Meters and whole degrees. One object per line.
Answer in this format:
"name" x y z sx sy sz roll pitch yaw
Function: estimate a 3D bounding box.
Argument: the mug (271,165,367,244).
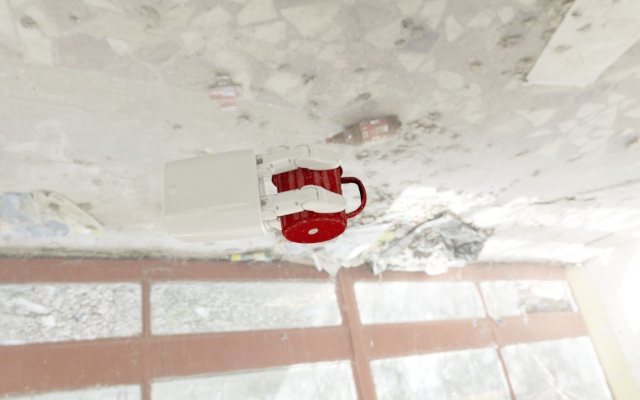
"mug" 0.002 0.002 0.598 0.117 0.081 0.093 -8 -25 -2
